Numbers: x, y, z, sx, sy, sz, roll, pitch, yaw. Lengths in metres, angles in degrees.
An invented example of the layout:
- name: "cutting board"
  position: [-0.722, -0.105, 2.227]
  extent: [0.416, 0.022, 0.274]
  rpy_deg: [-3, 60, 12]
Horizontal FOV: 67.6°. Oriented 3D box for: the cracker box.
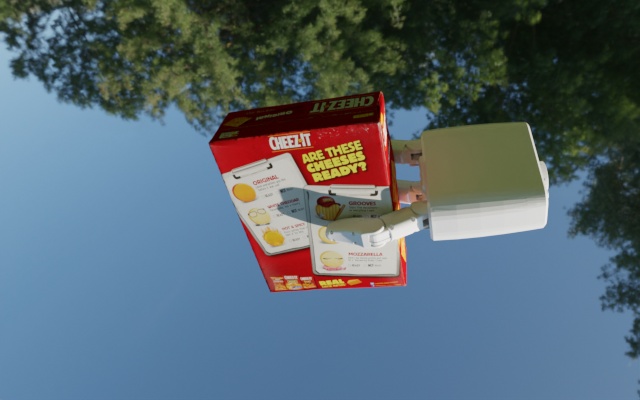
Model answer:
- name: "cracker box"
  position: [0.000, 0.002, 0.511]
  extent: [0.164, 0.214, 0.072]
  rpy_deg: [-5, 37, 14]
